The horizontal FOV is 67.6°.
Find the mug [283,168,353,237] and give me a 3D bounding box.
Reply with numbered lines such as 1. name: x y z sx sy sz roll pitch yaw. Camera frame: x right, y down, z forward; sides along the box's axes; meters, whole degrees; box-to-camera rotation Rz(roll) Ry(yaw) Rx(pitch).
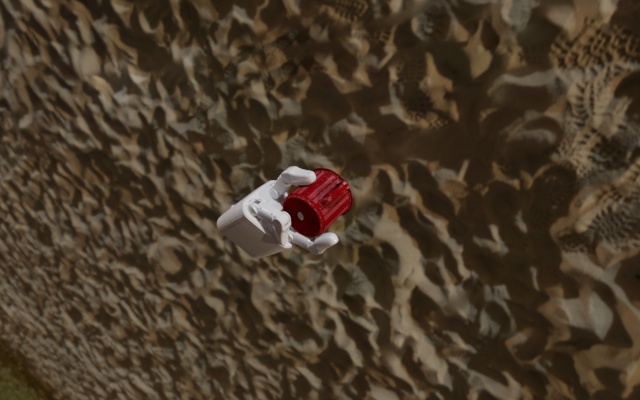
1. mug: 0.001 0.002 0.765 0.117 0.093 0.081 -26 12 48
